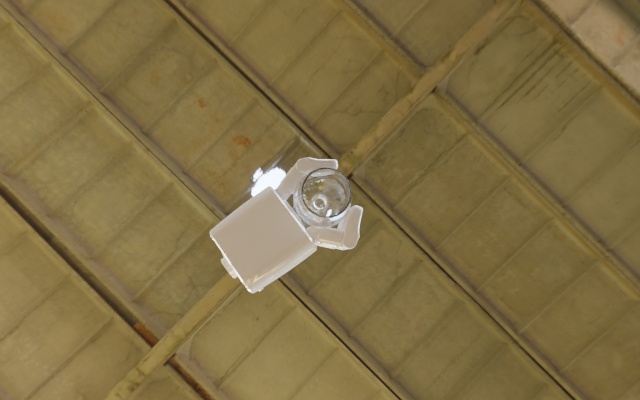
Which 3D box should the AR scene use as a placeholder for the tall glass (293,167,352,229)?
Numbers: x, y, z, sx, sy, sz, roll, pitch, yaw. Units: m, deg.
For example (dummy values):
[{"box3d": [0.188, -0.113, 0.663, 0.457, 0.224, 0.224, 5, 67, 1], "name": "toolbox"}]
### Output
[{"box3d": [0.000, 0.002, 0.675, 0.079, 0.079, 0.201, 0, -7, -4], "name": "tall glass"}]
